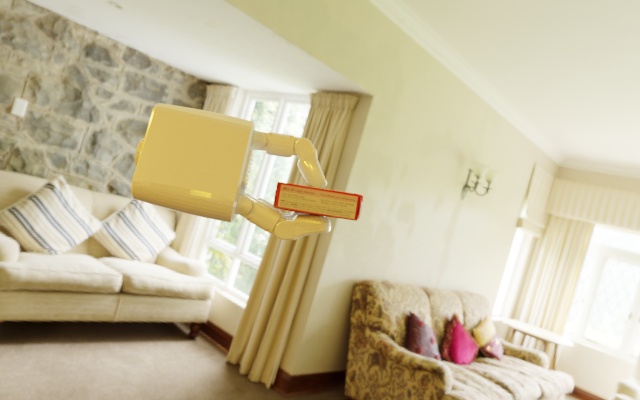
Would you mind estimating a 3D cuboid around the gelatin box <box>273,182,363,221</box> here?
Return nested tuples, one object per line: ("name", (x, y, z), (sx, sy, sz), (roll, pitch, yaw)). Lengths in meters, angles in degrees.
("gelatin box", (0.000, 0.001, 0.518), (0.089, 0.030, 0.073), (8, 1, 7))
